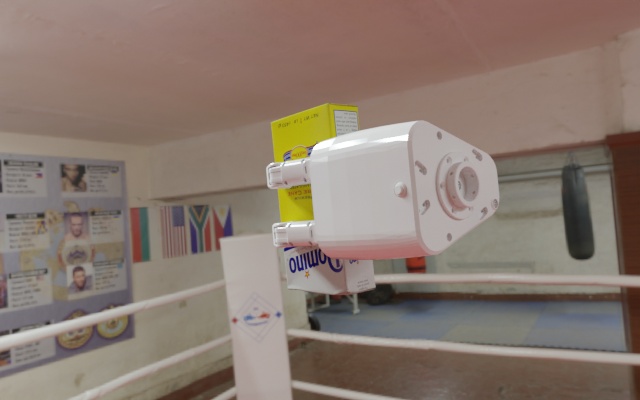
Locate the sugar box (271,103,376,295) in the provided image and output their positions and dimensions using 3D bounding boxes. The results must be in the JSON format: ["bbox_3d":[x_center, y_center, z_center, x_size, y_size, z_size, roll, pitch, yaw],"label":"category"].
[{"bbox_3d":[0.000,0.001,0.473,0.048,0.176,0.093,-2,-3,-41],"label":"sugar box"}]
